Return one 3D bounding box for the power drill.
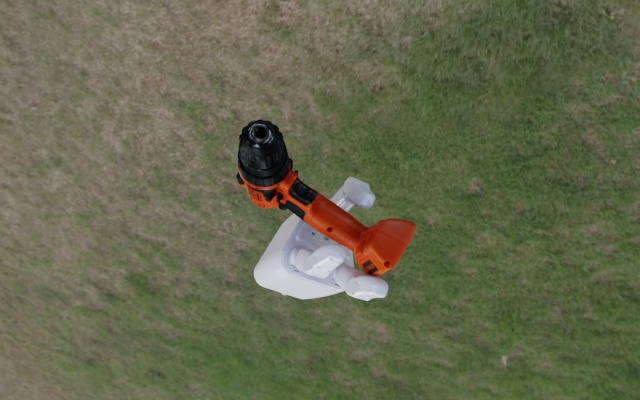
[{"bbox_3d":[0.000,0.002,0.486,0.187,0.057,0.184,33,-13,4],"label":"power drill"}]
